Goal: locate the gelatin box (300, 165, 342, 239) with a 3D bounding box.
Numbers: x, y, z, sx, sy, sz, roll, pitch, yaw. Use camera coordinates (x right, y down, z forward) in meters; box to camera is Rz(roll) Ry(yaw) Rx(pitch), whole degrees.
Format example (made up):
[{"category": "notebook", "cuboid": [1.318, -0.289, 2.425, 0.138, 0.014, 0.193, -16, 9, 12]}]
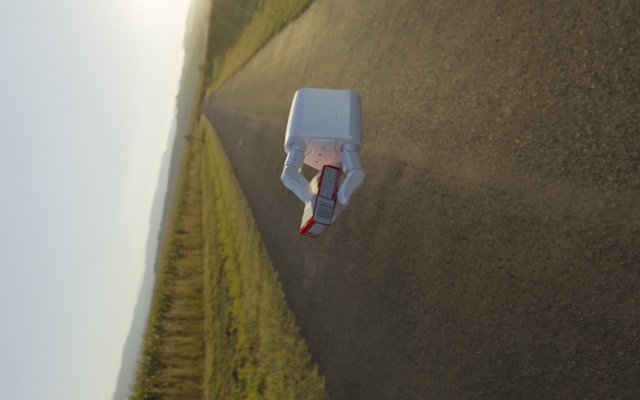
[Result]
[{"category": "gelatin box", "cuboid": [0.000, 0.002, 0.687, 0.030, 0.089, 0.073, 17, -23, -11]}]
